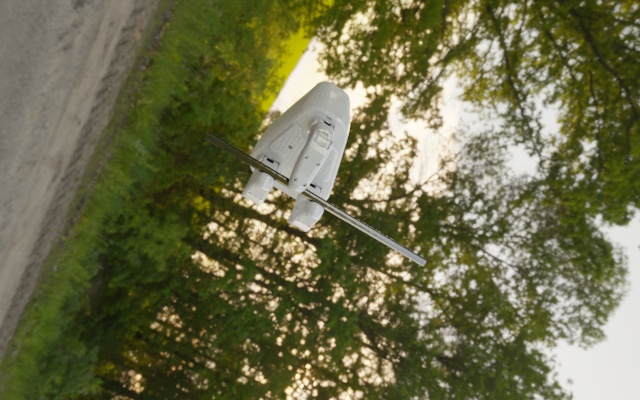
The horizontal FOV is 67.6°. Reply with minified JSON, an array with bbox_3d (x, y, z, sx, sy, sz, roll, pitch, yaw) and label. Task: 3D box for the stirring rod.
[{"bbox_3d":[0.000,0.001,0.450,0.239,0.011,0.011,30,-6,-10],"label":"stirring rod"}]
